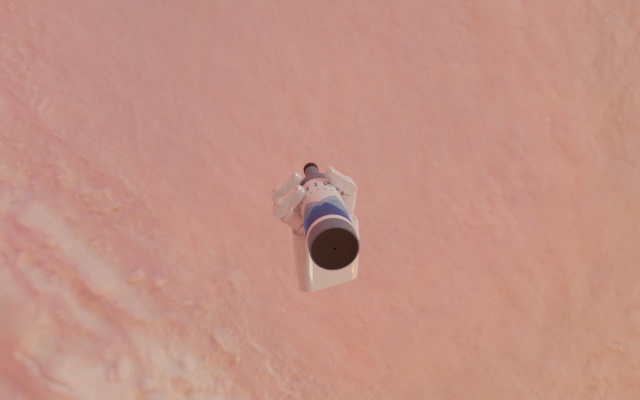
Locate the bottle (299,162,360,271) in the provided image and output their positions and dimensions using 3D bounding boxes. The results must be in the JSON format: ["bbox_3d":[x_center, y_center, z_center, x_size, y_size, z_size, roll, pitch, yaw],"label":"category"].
[{"bbox_3d":[0.000,0.002,0.749,0.069,0.069,0.295,0,24,-8],"label":"bottle"}]
